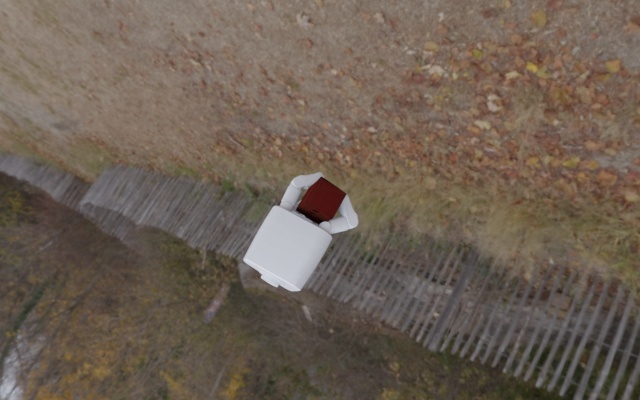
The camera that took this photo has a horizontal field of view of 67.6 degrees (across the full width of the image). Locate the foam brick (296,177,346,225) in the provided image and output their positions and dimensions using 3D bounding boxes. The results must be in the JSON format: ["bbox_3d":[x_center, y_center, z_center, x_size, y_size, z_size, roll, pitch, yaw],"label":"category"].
[{"bbox_3d":[0.000,0.002,0.794,0.053,0.051,0.078,33,-17,-6],"label":"foam brick"}]
